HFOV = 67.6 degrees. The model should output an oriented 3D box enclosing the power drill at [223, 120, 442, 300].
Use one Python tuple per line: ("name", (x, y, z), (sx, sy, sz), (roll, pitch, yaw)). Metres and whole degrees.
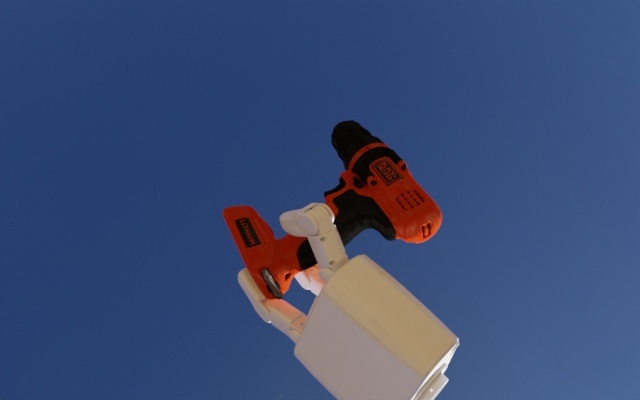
("power drill", (0.000, 0.002, 0.484), (0.187, 0.057, 0.184), (-28, 44, -6))
